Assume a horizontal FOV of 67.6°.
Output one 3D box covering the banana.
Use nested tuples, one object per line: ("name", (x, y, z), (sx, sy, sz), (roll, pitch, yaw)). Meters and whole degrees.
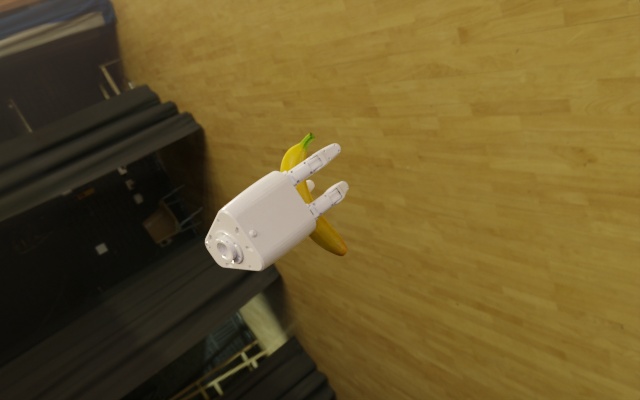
("banana", (-0.017, 0.001, 0.718), (0.069, 0.198, 0.037), (-6, 22, 29))
